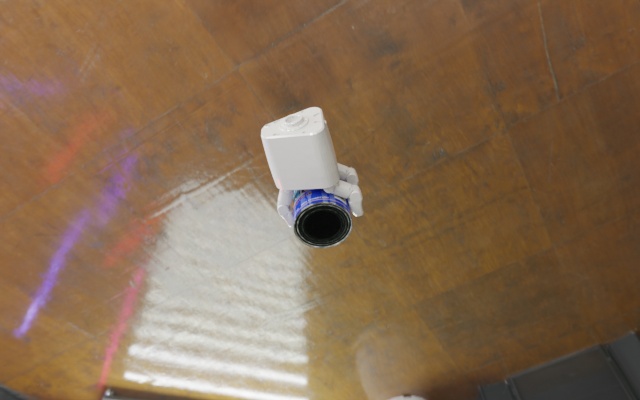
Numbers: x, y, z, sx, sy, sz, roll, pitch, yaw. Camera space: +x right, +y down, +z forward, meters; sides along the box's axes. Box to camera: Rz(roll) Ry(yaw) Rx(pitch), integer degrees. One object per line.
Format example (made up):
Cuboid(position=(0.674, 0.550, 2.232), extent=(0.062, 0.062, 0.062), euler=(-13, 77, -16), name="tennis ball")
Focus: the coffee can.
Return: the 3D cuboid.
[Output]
Cuboid(position=(0.000, 0.003, 0.872), extent=(0.103, 0.103, 0.140), euler=(0, 37, -5), name="coffee can")
